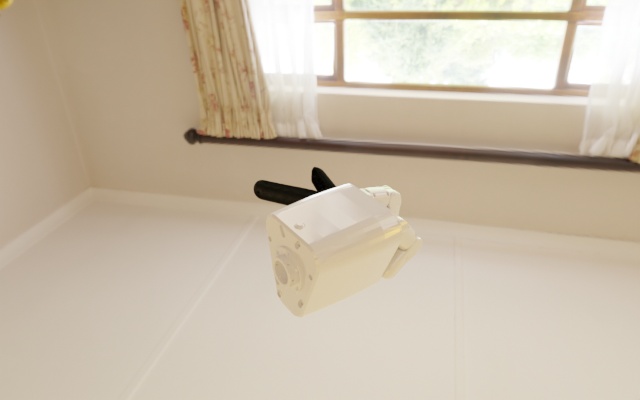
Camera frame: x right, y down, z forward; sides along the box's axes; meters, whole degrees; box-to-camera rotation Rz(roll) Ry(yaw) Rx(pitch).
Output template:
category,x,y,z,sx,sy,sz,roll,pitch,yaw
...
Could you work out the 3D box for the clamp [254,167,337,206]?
category,x,y,z,sx,sy,sz,roll,pitch,yaw
clamp,0.000,0.003,0.600,0.120,0.039,0.171,-18,32,-34
